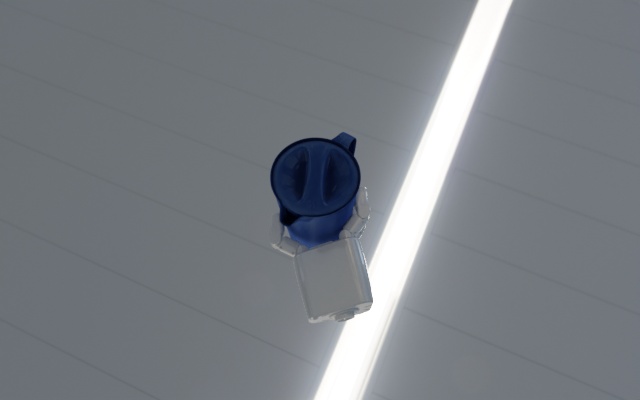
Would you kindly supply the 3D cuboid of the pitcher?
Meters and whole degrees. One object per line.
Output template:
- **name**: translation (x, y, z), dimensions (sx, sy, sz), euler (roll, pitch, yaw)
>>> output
- **pitcher**: translation (0.000, 0.003, 0.806), dimensions (0.149, 0.145, 0.243), euler (-13, -23, -5)
